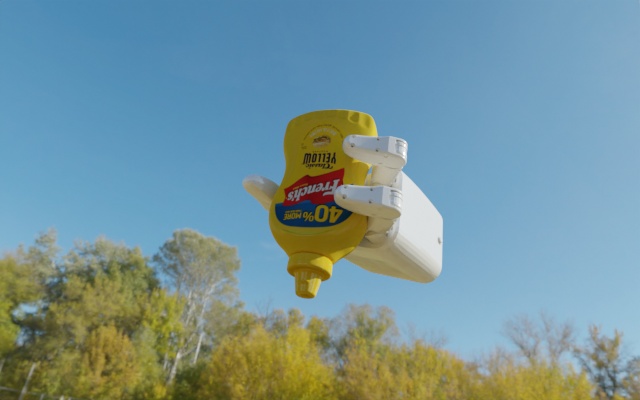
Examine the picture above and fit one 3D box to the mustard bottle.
[{"bbox_3d":[0.000,0.001,0.465,0.096,0.191,0.058,1,-30,15],"label":"mustard bottle"}]
